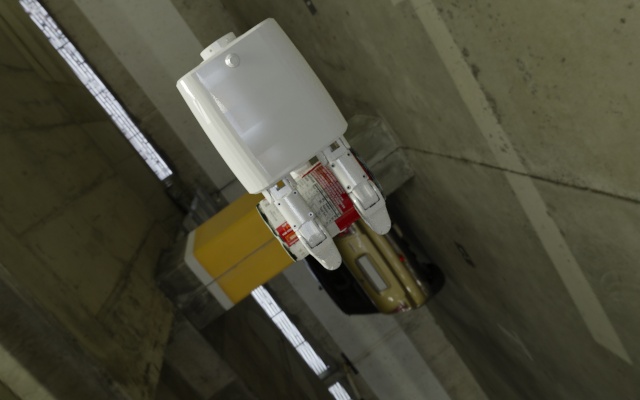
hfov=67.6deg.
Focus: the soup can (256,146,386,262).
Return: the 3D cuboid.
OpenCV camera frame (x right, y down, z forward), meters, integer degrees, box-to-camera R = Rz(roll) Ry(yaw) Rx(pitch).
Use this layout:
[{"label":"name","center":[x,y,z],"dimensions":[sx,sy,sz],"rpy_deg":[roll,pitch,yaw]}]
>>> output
[{"label":"soup can","center":[0.000,0.002,0.445],"dimensions":[0.102,0.068,0.068],"rpy_deg":[-36,2,-3]}]
